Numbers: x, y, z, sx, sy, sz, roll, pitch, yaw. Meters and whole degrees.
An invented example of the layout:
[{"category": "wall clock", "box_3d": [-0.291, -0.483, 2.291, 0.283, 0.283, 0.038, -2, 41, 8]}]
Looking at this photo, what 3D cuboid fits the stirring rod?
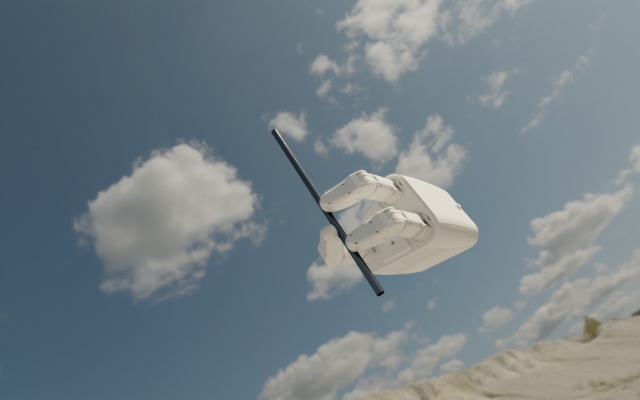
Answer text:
[{"category": "stirring rod", "box_3d": [0.000, 0.002, 0.504, 0.011, 0.011, 0.239, 0, 44, -40]}]
